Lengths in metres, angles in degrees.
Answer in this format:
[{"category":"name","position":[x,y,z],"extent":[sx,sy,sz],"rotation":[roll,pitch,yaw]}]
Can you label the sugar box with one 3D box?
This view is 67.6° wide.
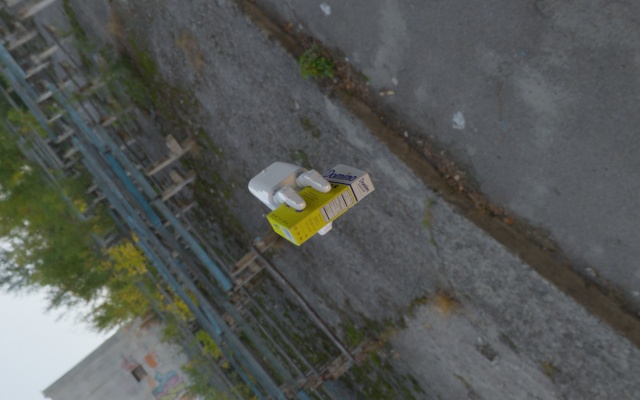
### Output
[{"category":"sugar box","position":[0.000,0.002,0.849],"extent":[0.176,0.048,0.093],"rotation":[-39,31,-18]}]
